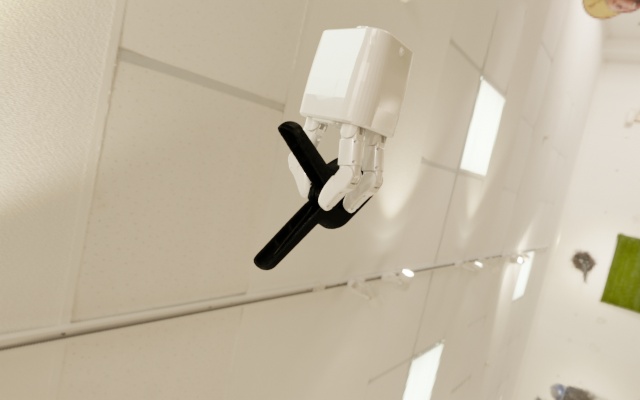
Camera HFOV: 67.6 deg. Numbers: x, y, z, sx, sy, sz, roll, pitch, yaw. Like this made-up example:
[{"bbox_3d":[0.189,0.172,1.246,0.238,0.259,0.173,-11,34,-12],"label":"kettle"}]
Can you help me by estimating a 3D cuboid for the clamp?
[{"bbox_3d":[0.000,0.001,0.582,0.036,0.164,0.210,21,8,33],"label":"clamp"}]
